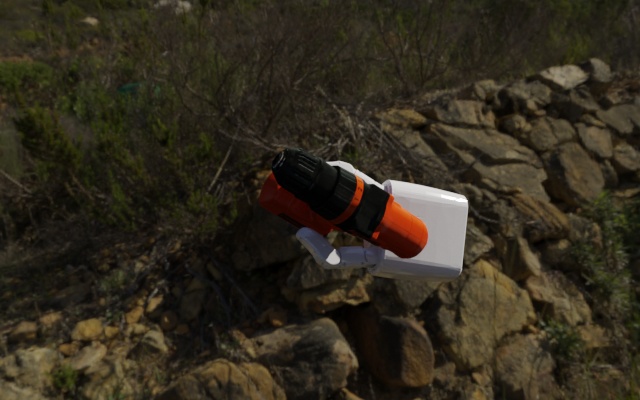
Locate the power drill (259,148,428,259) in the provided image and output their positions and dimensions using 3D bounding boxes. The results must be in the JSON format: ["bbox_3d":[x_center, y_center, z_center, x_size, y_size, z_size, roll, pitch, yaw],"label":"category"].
[{"bbox_3d":[0.000,0.002,0.525,0.184,0.057,0.187,32,-10,-25],"label":"power drill"}]
